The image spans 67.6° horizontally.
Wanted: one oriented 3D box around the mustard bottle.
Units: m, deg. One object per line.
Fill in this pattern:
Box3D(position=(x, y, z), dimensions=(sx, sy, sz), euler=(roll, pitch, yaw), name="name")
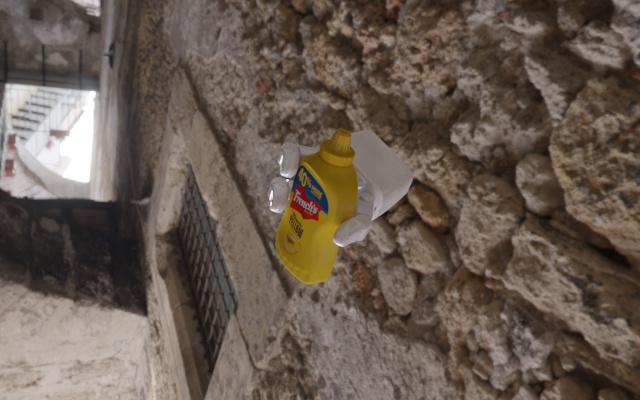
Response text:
Box3D(position=(0.000, 0.002, 0.576), dimensions=(0.058, 0.192, 0.096), euler=(-4, 38, -33), name="mustard bottle")
